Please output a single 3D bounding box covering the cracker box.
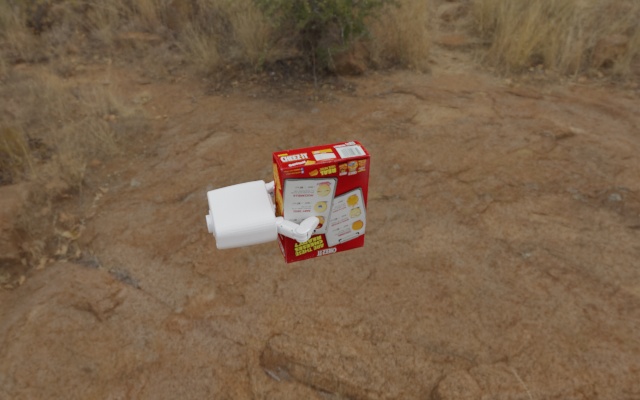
[{"bbox_3d":[0.000,0.003,0.893,0.164,0.214,0.072,-11,37,-15],"label":"cracker box"}]
